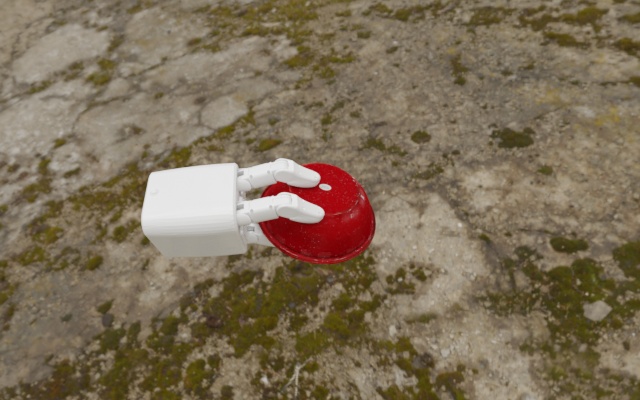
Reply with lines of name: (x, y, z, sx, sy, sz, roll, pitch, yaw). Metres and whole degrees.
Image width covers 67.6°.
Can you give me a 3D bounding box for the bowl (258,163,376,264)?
bowl: (0.001, 0.002, 0.621, 0.162, 0.162, 0.055, 0, -42, -14)
